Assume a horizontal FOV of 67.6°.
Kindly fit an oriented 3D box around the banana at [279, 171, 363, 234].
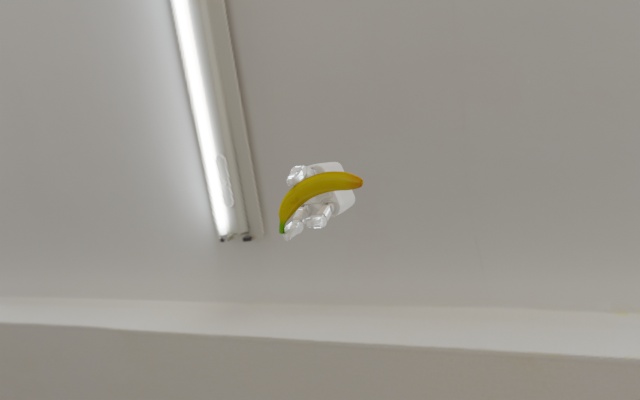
[{"bbox_3d":[-0.011,-0.012,0.887,0.198,0.069,0.037,-32,-8,26],"label":"banana"}]
